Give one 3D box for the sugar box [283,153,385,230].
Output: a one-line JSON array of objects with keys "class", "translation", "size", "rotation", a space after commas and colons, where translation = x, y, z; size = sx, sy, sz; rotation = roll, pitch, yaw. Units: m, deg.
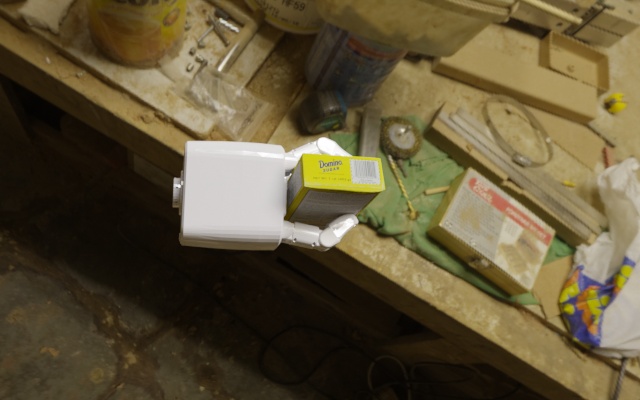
[{"class": "sugar box", "translation": [0.000, 0.001, 0.580], "size": [0.093, 0.048, 0.176], "rotation": [3, -20, -17]}]
